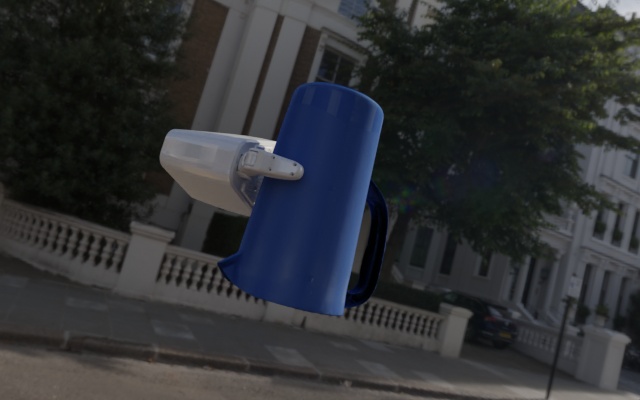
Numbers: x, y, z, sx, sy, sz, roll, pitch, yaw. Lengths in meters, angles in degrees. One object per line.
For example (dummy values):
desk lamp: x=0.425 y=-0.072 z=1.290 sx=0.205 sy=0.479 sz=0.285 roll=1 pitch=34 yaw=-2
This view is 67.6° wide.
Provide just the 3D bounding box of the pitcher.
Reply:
pitcher: x=0.000 y=0.002 z=0.543 sx=0.145 sy=0.243 sz=0.149 roll=13 pitch=-7 yaw=23
